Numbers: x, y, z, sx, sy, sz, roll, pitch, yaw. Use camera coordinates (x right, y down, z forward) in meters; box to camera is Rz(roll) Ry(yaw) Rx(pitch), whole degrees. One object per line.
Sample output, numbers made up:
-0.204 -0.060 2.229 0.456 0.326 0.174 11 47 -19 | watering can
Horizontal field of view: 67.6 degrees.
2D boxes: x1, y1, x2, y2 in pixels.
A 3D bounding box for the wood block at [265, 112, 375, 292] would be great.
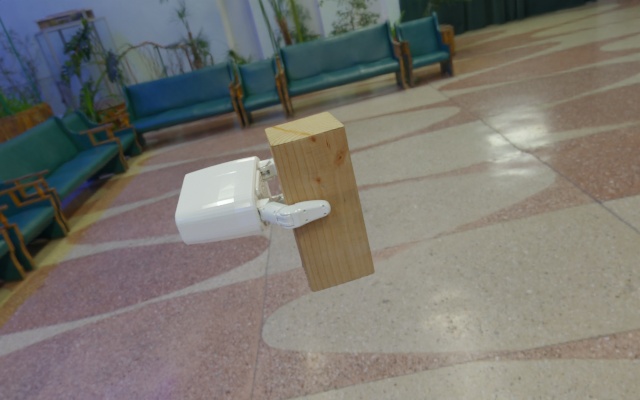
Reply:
0.000 0.002 0.627 0.090 0.206 0.090 -16 24 -5 | wood block
